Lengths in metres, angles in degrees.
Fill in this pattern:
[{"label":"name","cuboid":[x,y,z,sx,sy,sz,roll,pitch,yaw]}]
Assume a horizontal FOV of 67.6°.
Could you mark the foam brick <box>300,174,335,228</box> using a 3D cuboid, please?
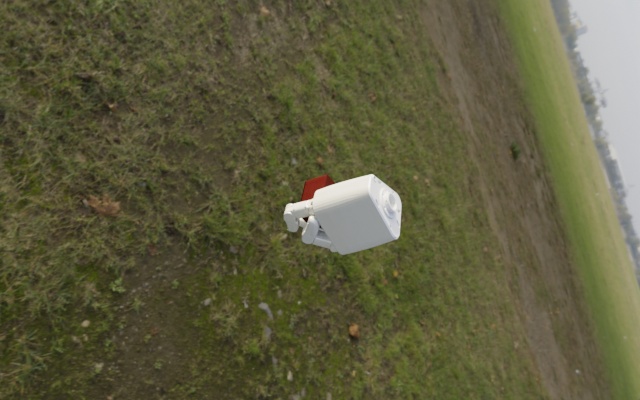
[{"label":"foam brick","cuboid":[0.000,0.003,0.845,0.051,0.078,0.053,-19,-48,31]}]
